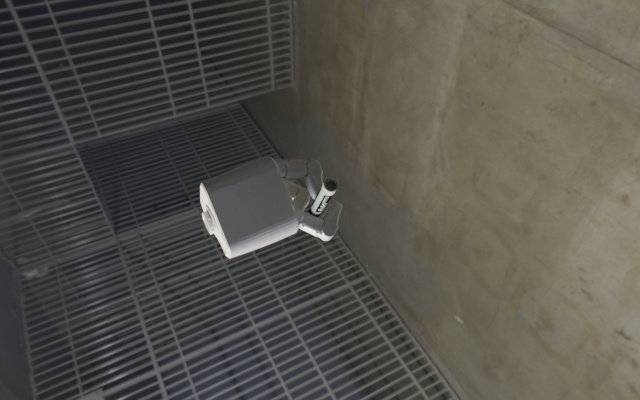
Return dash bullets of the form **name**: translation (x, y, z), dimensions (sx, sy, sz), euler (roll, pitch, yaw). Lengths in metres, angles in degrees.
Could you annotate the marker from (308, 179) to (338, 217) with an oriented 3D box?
- **marker**: translation (0.000, 0.002, 0.660), dimensions (0.020, 0.020, 0.121), euler (0, -21, -13)
